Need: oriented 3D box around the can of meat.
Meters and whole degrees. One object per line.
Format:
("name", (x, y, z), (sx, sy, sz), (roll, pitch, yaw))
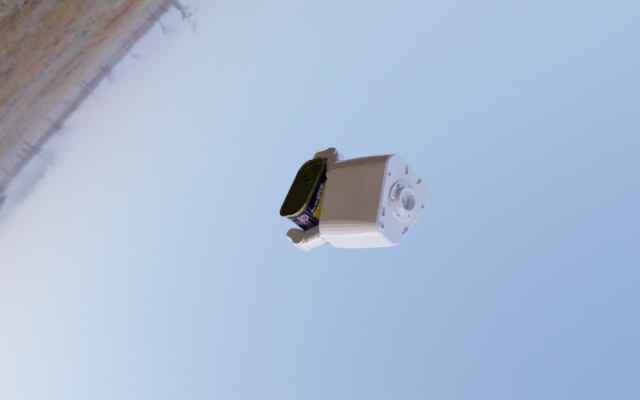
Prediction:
("can of meat", (0.000, 0.003, 0.705), (0.084, 0.102, 0.057), (39, -30, -29))
